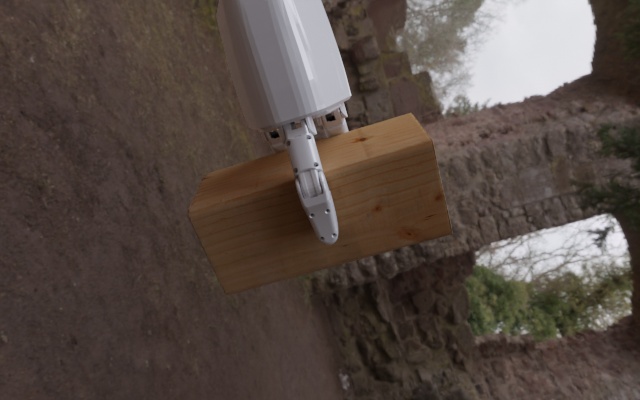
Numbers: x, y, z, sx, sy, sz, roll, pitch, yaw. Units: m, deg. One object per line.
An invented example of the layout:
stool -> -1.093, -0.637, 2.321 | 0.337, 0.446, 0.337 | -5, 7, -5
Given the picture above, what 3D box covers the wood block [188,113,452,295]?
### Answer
wood block -> 0.000, 0.001, 0.435 | 0.206, 0.090, 0.090 | -16, 25, 6
